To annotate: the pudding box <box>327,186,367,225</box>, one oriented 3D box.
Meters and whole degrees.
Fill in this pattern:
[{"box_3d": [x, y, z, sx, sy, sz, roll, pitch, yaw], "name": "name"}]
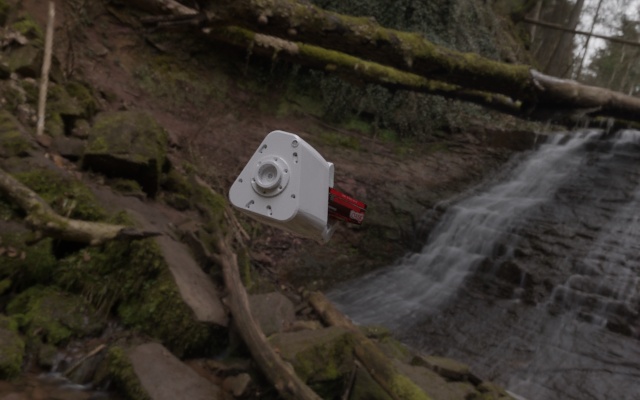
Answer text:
[{"box_3d": [0.000, 0.002, 0.723, 0.090, 0.039, 0.113, 25, -8, -42], "name": "pudding box"}]
